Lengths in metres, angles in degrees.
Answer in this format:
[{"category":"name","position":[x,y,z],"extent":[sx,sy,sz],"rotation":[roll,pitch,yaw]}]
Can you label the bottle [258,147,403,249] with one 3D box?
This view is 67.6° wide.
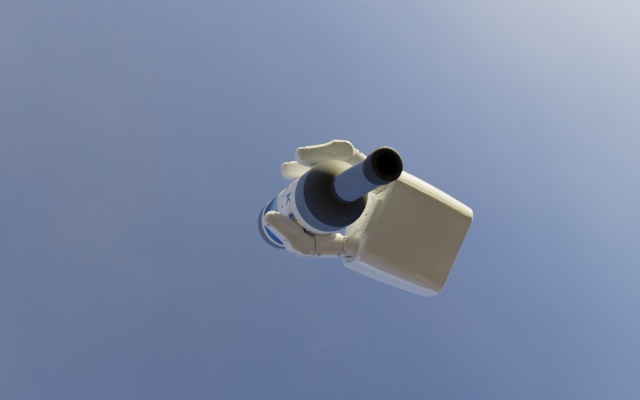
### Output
[{"category":"bottle","position":[0.000,0.002,0.491],"extent":[0.069,0.069,0.296],"rotation":[0,-11,-20]}]
